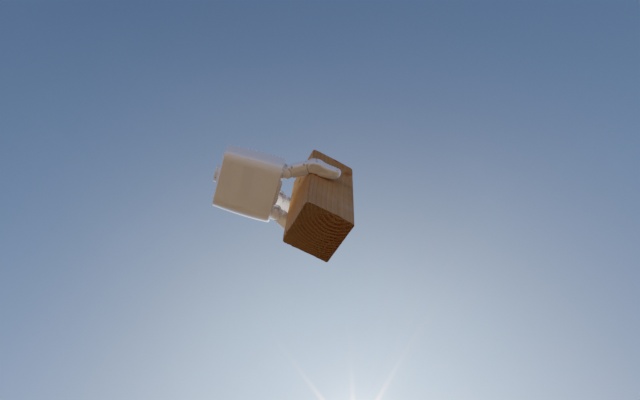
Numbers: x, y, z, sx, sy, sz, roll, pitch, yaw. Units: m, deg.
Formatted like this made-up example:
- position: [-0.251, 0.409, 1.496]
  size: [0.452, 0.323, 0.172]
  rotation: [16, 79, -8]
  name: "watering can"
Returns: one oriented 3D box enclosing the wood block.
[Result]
- position: [0.000, 0.002, 0.861]
  size: [0.090, 0.091, 0.206]
  rotation: [27, 28, -12]
  name: "wood block"
